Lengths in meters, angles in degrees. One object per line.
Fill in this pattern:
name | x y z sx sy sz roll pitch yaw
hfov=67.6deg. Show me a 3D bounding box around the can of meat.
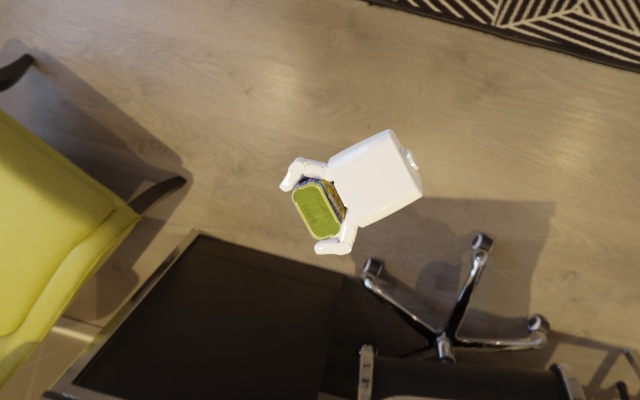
can of meat | 0.000 0.003 0.770 0.057 0.102 0.084 -23 18 18
